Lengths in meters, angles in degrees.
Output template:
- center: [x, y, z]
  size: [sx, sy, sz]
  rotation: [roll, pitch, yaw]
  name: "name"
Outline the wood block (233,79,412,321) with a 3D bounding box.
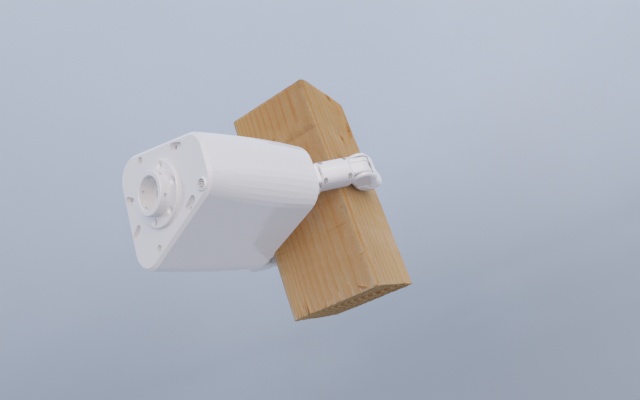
- center: [0.000, 0.001, 0.469]
  size: [0.091, 0.206, 0.090]
  rotation: [-27, -20, 23]
  name: "wood block"
